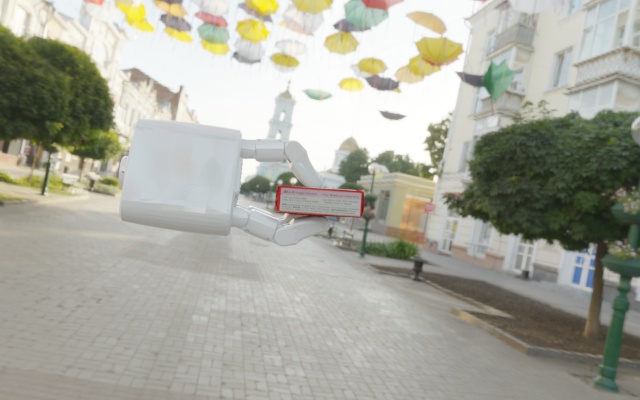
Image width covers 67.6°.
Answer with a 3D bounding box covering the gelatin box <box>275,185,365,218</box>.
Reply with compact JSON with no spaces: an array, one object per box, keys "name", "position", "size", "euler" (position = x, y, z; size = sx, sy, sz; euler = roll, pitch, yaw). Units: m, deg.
[{"name":"gelatin box","position":[0.000,0.001,0.505],"size":[0.089,0.030,0.073],"euler":[3,1,2]}]
